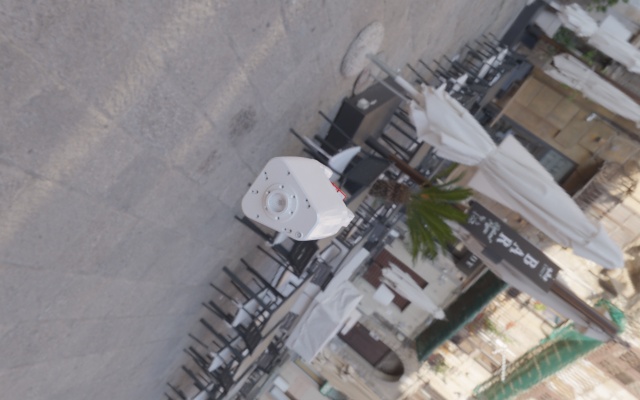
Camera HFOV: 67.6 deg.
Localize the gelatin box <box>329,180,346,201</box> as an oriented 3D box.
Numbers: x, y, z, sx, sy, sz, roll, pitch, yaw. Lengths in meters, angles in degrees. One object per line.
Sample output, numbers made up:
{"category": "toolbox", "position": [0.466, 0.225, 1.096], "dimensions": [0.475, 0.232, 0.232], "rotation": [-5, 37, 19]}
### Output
{"category": "gelatin box", "position": [0.001, 0.003, 0.786], "dimensions": [0.030, 0.073, 0.089], "rotation": [41, 1, 20]}
